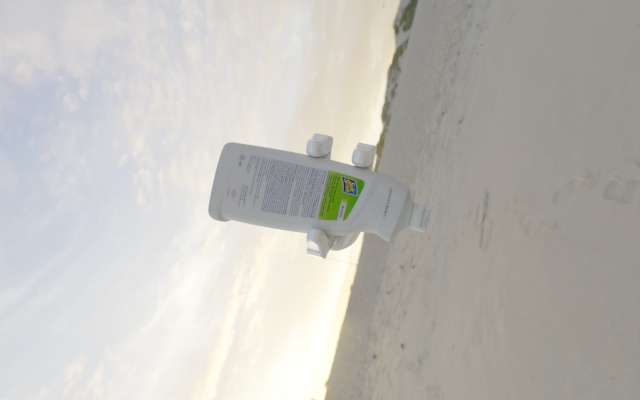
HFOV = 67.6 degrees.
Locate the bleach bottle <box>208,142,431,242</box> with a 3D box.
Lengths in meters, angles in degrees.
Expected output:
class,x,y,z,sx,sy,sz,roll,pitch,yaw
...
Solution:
class,x,y,z,sx,sy,sz,roll,pitch,yaw
bleach bottle,0.000,0.002,0.562,0.251,0.102,0.068,13,1,12
